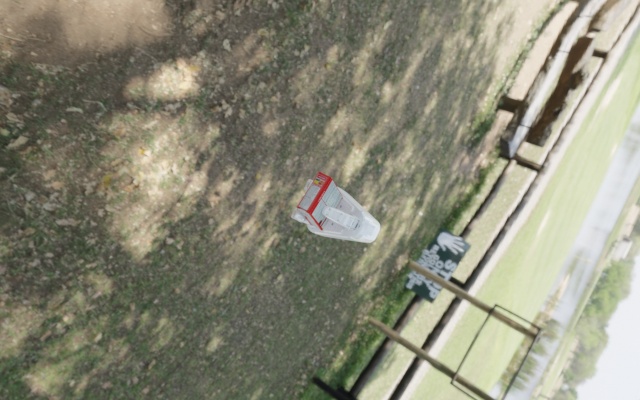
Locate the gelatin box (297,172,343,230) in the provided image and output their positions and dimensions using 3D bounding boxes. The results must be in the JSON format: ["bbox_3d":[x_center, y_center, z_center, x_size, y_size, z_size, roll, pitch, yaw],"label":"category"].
[{"bbox_3d":[0.000,0.003,0.819,0.030,0.073,0.089,27,-13,24],"label":"gelatin box"}]
